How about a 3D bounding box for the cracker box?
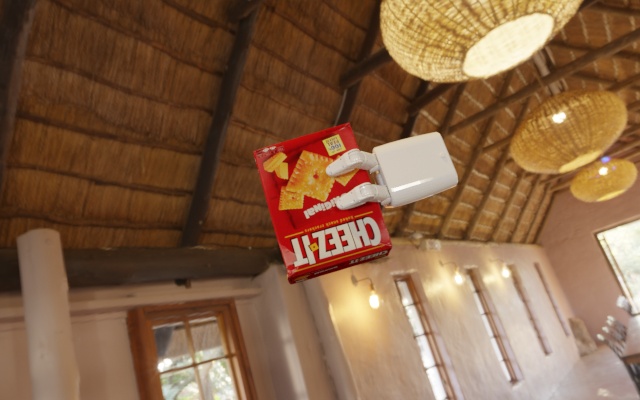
[{"bbox_3d":[0.000,0.002,0.748,0.164,0.213,0.072,-16,-18,-4],"label":"cracker box"}]
